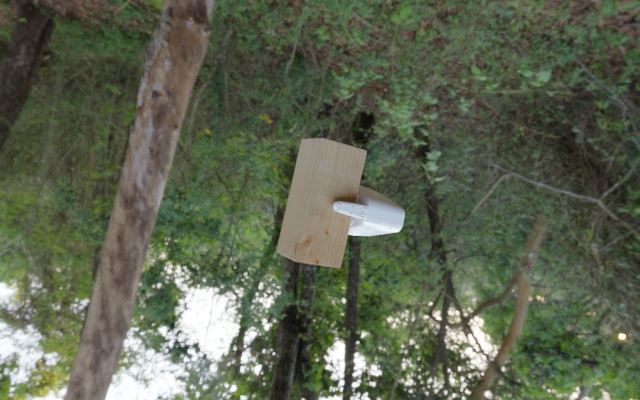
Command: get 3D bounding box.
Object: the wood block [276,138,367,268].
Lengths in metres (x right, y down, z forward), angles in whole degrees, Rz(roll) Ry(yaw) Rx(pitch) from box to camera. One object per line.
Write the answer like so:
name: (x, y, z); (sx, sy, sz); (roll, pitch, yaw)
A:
wood block: (0.001, 0.003, 0.827); (0.090, 0.206, 0.091); (13, 0, -27)
